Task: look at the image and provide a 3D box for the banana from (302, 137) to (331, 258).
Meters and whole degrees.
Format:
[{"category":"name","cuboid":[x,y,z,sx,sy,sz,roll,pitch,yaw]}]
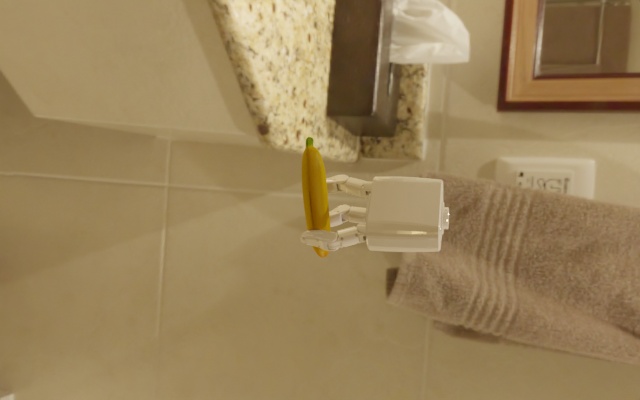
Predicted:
[{"category":"banana","cuboid":[-0.004,0.003,0.740,0.037,0.198,0.069,-2,13,12]}]
